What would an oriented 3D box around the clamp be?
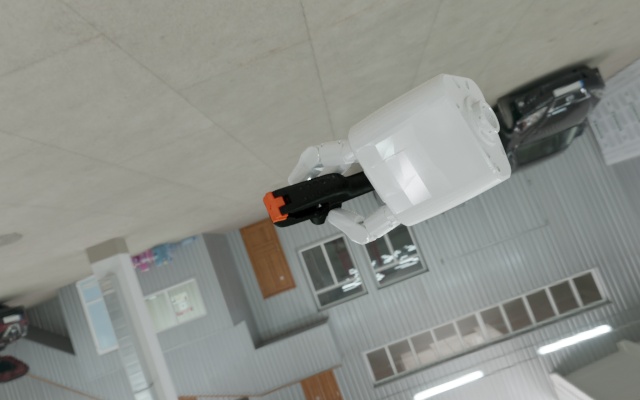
[{"bbox_3d":[0.000,0.003,0.554,0.164,0.036,0.210,-33,-12,37],"label":"clamp"}]
